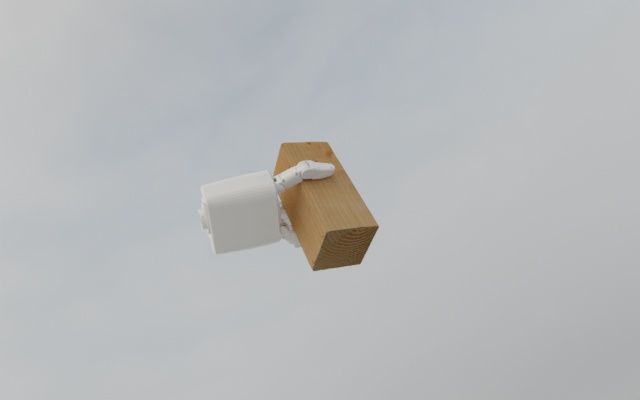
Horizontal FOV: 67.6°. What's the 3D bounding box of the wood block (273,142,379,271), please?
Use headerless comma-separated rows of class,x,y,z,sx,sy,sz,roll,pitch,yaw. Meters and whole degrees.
wood block,0.000,0.002,0.775,0.090,0.091,0.206,-4,45,-26
